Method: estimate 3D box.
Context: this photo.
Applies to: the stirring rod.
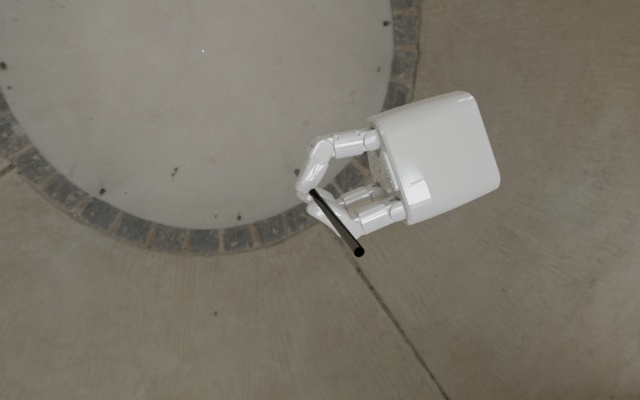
[{"bbox_3d":[0.000,0.001,0.448,0.011,0.011,0.239,0,17,-14],"label":"stirring rod"}]
